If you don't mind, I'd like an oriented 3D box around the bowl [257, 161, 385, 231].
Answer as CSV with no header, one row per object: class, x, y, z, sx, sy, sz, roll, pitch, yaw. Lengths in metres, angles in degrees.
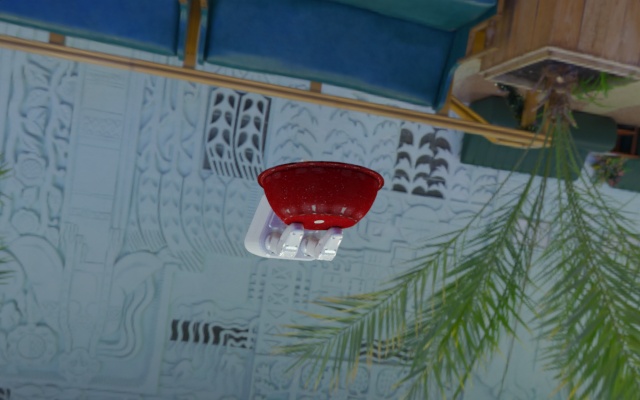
bowl,0.000,0.002,0.600,0.162,0.055,0.162,1,-16,0
